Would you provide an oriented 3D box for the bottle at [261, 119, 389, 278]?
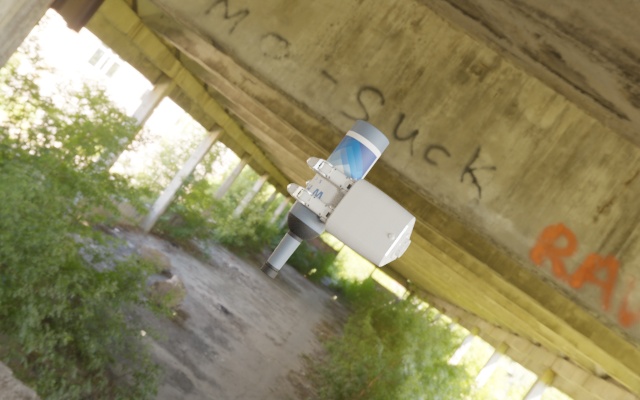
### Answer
[{"bbox_3d":[0.000,0.002,0.791,0.069,0.295,0.069,37,-3,2],"label":"bottle"}]
